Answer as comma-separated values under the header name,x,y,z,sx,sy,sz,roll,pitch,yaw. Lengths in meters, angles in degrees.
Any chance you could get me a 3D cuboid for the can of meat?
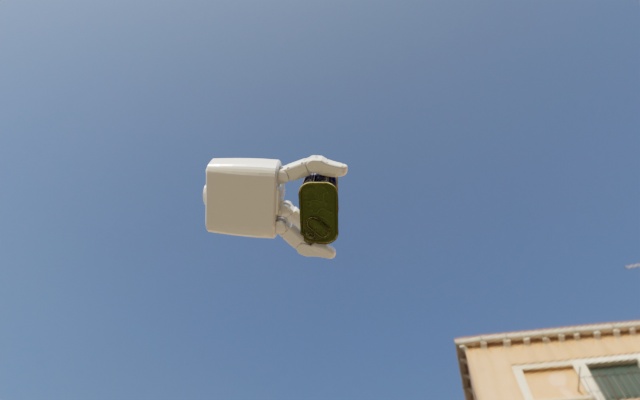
name,x,y,z,sx,sy,sz,roll,pitch,yaw
can of meat,0.000,0.002,0.736,0.057,0.102,0.084,0,26,4
